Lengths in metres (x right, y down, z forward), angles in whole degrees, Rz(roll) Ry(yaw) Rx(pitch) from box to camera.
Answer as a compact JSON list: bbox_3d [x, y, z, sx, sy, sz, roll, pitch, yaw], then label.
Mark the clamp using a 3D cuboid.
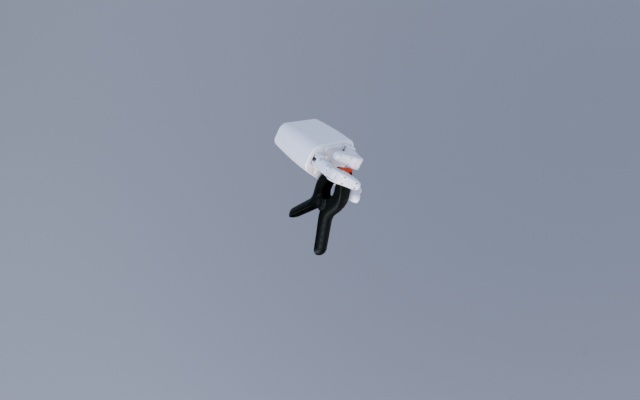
[{"bbox_3d":[0.000,0.003,0.895,0.039,0.171,0.120,3,29,-50],"label":"clamp"}]
